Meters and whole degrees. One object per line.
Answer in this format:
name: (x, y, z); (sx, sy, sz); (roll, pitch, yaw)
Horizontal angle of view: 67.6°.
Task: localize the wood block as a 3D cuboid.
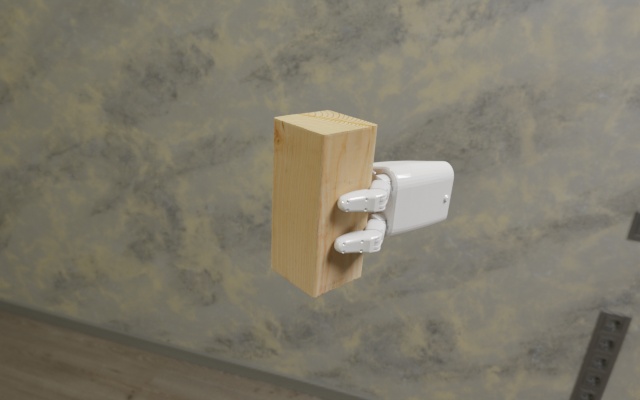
wood block: (0.000, 0.002, 0.598); (0.090, 0.206, 0.090); (-16, 30, -39)
